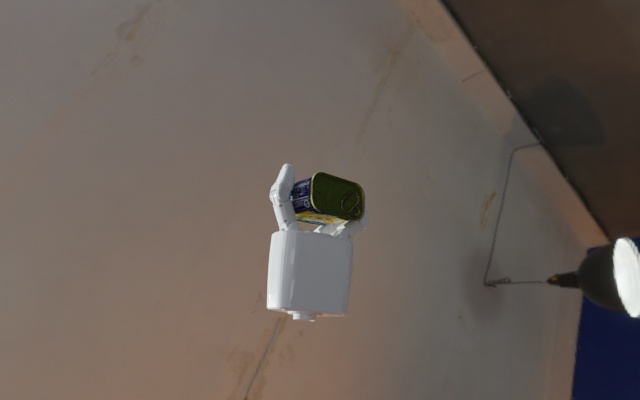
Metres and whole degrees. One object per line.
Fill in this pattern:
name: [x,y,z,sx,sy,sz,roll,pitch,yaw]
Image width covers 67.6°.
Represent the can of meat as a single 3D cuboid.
can of meat: [0.000,0.002,0.701,0.102,0.057,0.084,15,-20,-39]
